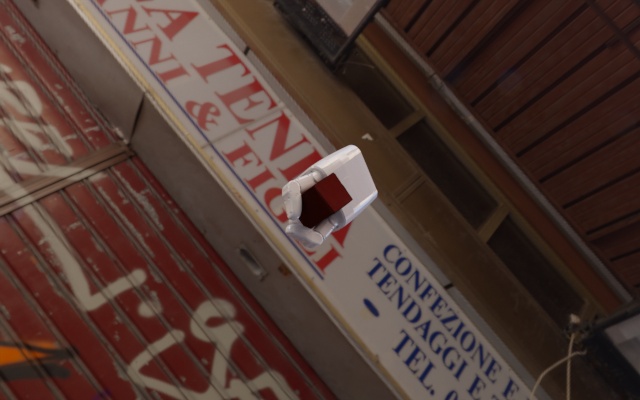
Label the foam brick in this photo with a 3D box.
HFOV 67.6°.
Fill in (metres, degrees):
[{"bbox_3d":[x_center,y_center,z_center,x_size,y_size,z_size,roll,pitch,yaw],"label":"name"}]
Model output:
[{"bbox_3d":[0.000,0.002,0.733,0.051,0.053,0.078,-34,-1,-41],"label":"foam brick"}]
